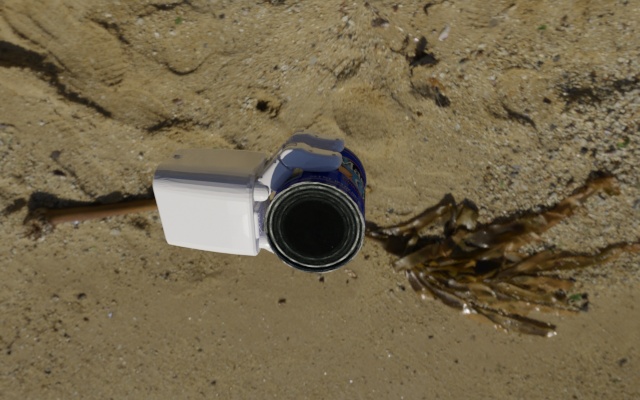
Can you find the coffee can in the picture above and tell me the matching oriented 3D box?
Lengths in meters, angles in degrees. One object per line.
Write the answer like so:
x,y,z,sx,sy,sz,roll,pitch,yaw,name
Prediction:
0.000,0.002,0.539,0.103,0.103,0.140,0,23,6,coffee can
